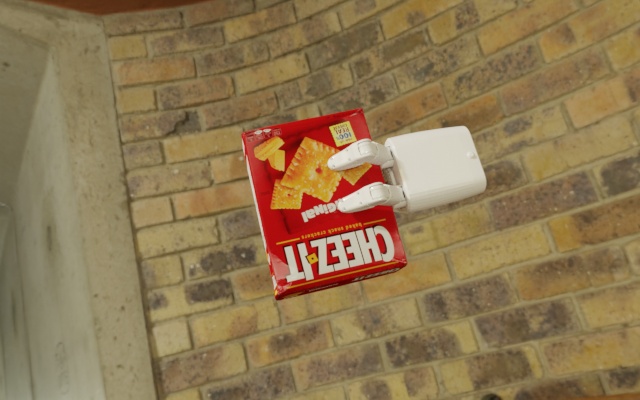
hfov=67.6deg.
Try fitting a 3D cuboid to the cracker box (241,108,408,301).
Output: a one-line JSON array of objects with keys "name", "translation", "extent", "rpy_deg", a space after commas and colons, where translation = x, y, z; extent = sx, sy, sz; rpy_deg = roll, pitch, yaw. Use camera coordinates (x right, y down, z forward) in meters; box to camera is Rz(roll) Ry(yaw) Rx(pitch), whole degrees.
[{"name": "cracker box", "translation": [0.000, 0.002, 0.610], "extent": [0.164, 0.213, 0.072], "rpy_deg": [-12, -15, -9]}]
